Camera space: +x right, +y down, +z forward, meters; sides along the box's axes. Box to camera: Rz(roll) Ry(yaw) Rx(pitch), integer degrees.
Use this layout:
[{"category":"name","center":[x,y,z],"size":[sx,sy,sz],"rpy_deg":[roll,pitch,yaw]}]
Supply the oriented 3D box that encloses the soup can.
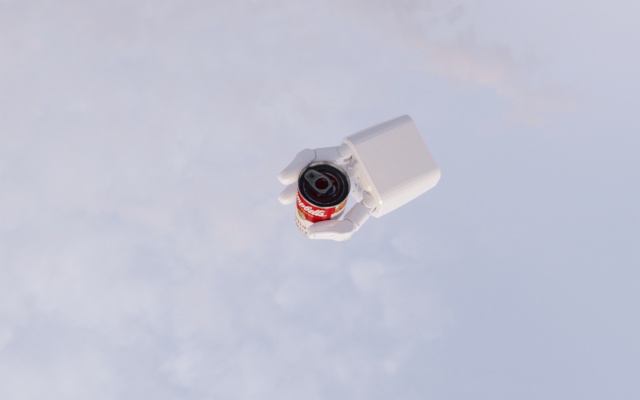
[{"category":"soup can","center":[0.000,0.003,0.645],"size":[0.068,0.068,0.102],"rpy_deg":[0,-28,-6]}]
